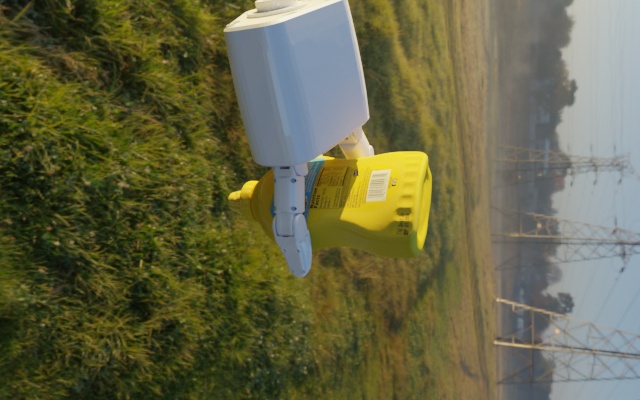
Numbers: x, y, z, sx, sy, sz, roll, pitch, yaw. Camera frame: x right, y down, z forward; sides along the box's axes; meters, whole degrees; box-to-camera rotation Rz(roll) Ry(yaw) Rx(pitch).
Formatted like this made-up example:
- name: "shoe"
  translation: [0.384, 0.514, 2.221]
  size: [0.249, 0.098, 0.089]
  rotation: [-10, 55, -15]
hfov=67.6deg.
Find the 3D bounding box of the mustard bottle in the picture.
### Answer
- name: "mustard bottle"
  translation: [0.000, 0.002, 0.439]
  size: [0.191, 0.096, 0.058]
  rotation: [1, -35, 22]
